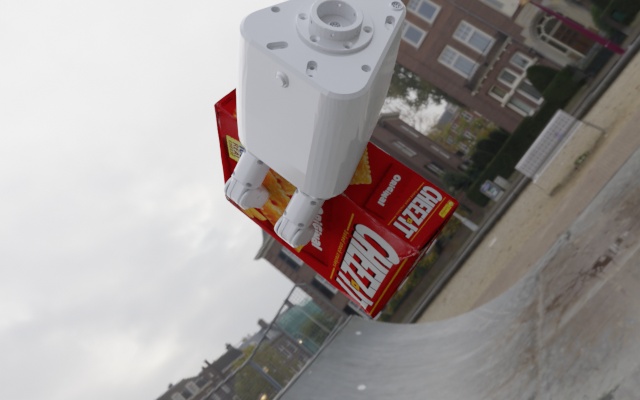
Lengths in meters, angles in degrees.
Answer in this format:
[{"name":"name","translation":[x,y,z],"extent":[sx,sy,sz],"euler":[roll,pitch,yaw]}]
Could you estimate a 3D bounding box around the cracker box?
[{"name":"cracker box","translation":[0.000,0.001,0.459],"extent":[0.213,0.072,0.164],"euler":[37,-28,15]}]
